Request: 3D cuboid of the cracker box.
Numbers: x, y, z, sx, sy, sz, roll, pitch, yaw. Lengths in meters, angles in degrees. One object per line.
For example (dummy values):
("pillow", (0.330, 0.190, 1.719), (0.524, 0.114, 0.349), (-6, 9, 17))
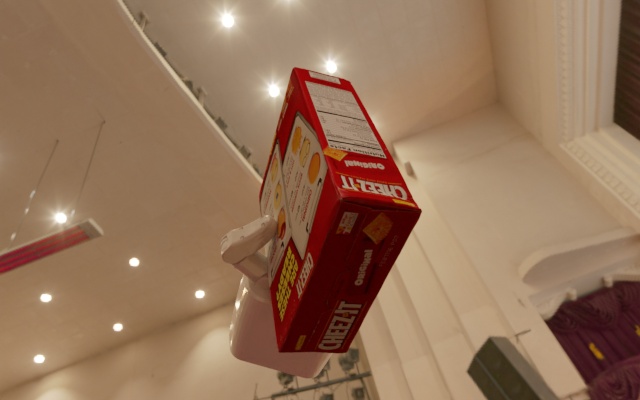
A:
("cracker box", (0.000, 0.001, 0.436), (0.072, 0.164, 0.213), (7, 36, -19))
